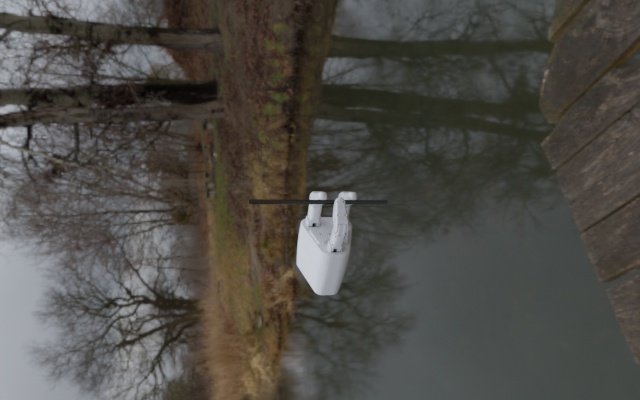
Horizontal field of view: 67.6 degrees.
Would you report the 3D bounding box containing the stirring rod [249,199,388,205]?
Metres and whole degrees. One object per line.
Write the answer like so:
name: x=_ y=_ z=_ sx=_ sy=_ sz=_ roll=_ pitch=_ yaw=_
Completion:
stirring rod: x=0.000 y=0.003 z=0.812 sx=0.239 sy=0.011 sz=0.011 roll=0 pitch=0 yaw=-14
